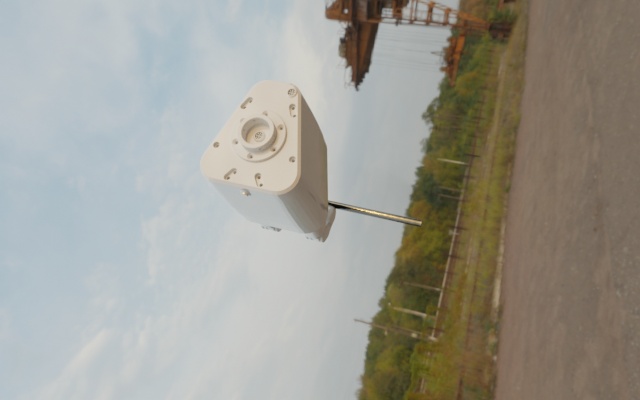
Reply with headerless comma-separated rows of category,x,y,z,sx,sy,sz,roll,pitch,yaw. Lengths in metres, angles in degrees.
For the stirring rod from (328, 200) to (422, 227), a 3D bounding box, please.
stirring rod,0.000,0.002,0.568,0.239,0.011,0.011,12,3,16
